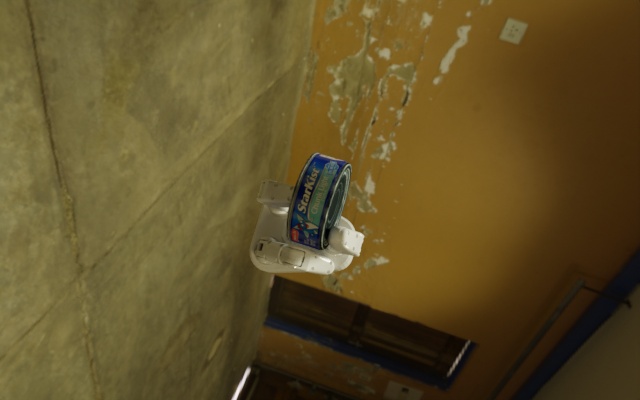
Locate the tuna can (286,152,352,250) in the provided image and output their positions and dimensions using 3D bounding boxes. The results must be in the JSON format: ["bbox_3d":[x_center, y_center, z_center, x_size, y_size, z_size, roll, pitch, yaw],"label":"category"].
[{"bbox_3d":[0.001,0.002,0.438,0.034,0.086,0.086,17,3,11],"label":"tuna can"}]
